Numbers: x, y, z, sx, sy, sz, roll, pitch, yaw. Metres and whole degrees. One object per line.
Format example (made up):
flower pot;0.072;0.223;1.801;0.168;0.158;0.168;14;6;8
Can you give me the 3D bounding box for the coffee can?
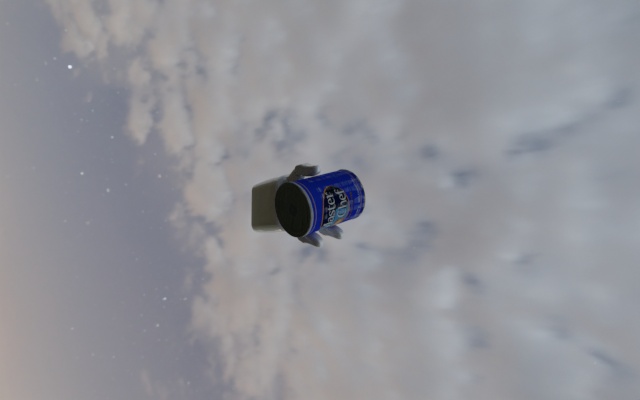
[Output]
coffee can;0.000;0.003;0.899;0.140;0.103;0.103;-16;10;-40
